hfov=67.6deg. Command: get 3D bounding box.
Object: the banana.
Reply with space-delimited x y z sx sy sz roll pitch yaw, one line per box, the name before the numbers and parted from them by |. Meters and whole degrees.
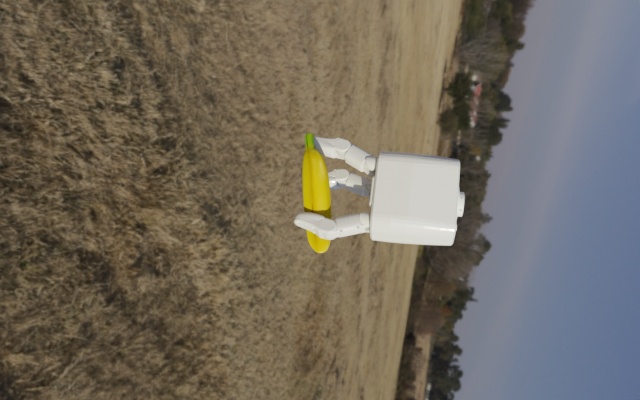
banana | -0.002 0.009 0.670 0.037 0.198 0.069 1 32 7
